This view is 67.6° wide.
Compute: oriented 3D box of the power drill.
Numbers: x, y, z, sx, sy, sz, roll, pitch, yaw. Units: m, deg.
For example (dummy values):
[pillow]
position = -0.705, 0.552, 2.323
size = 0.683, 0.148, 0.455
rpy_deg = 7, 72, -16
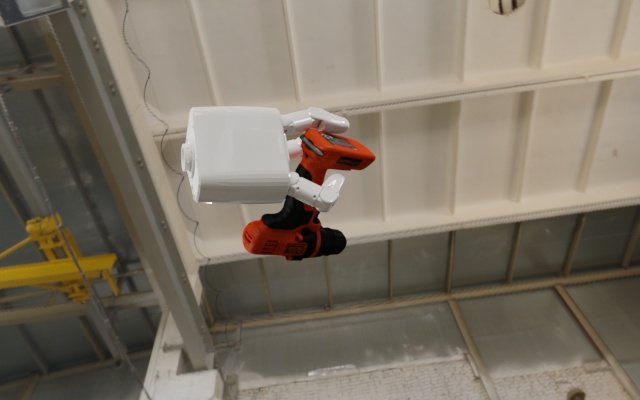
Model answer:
[power drill]
position = 0.000, 0.002, 0.666
size = 0.184, 0.188, 0.057
rpy_deg = 6, 28, -45
